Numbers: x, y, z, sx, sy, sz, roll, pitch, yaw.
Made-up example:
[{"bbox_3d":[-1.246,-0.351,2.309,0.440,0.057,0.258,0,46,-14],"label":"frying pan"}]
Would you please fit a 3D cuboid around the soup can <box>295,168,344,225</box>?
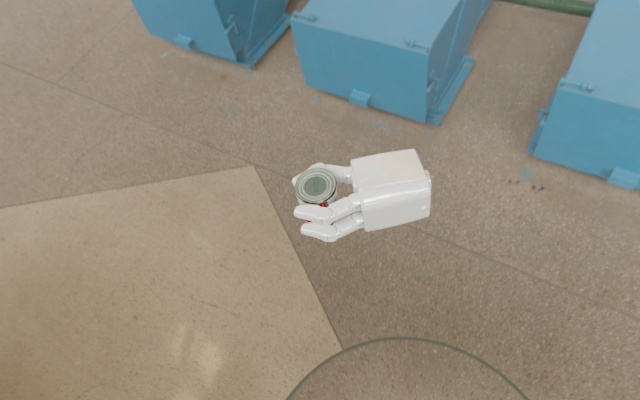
[{"bbox_3d":[0.000,0.002,0.774,0.068,0.068,0.102,0,-31,10],"label":"soup can"}]
